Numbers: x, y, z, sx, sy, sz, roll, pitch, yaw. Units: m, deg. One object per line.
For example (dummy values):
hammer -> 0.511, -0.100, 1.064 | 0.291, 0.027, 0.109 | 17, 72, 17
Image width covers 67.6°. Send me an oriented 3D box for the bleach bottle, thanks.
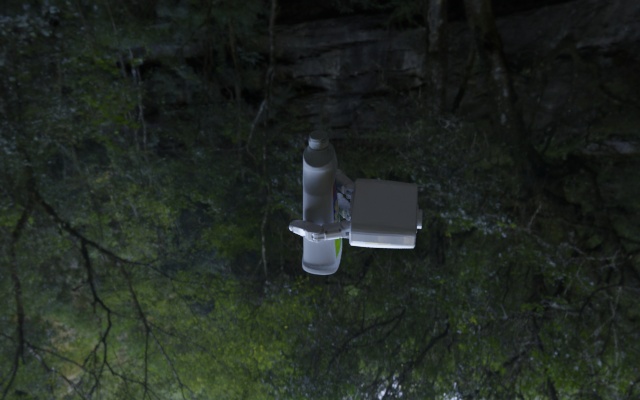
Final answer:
bleach bottle -> 0.000, 0.003, 0.807 | 0.068, 0.251, 0.102 | 4, 38, 9
